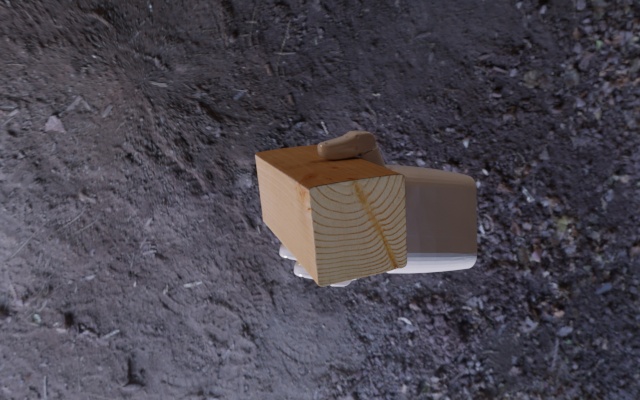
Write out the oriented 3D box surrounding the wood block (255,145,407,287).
[{"bbox_3d":[0.000,0.001,0.503,0.090,0.091,0.206,-9,16,-18],"label":"wood block"}]
